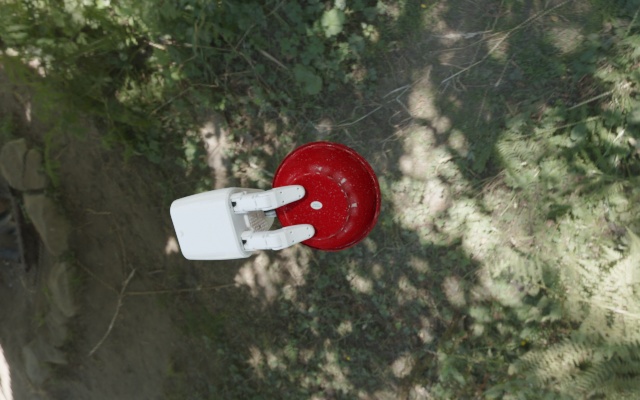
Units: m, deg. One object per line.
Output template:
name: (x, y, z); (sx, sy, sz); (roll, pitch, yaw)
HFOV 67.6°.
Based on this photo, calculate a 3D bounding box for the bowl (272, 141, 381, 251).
bowl: (0.001, 0.002, 0.656); (0.162, 0.162, 0.055); (0, 14, 15)
